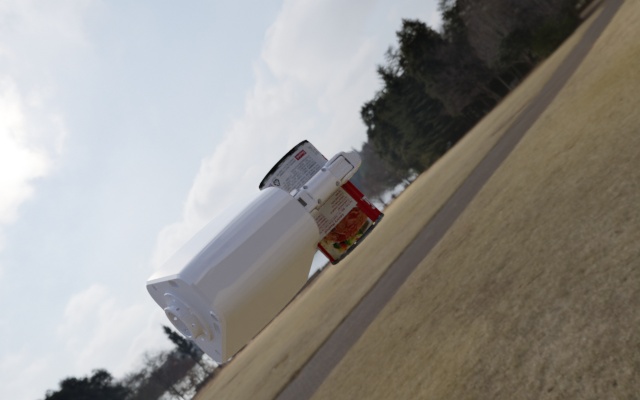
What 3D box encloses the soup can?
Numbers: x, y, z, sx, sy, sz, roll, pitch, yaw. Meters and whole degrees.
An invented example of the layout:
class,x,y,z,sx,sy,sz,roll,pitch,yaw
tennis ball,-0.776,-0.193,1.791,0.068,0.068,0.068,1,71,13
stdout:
class,x,y,z,sx,sy,sz,roll,pitch,yaw
soup can,0.000,0.001,0.449,0.102,0.068,0.068,45,-2,2
